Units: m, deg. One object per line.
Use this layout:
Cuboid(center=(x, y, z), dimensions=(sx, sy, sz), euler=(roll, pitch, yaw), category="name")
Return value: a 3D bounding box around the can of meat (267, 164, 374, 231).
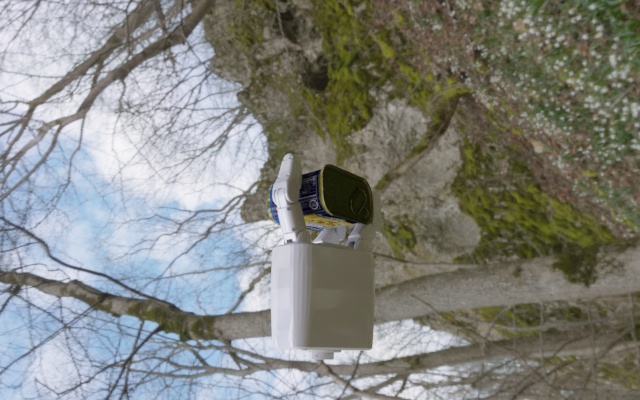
Cuboid(center=(0.000, 0.002, 0.562), dimensions=(0.084, 0.057, 0.102), euler=(-13, -18, 35), category="can of meat")
